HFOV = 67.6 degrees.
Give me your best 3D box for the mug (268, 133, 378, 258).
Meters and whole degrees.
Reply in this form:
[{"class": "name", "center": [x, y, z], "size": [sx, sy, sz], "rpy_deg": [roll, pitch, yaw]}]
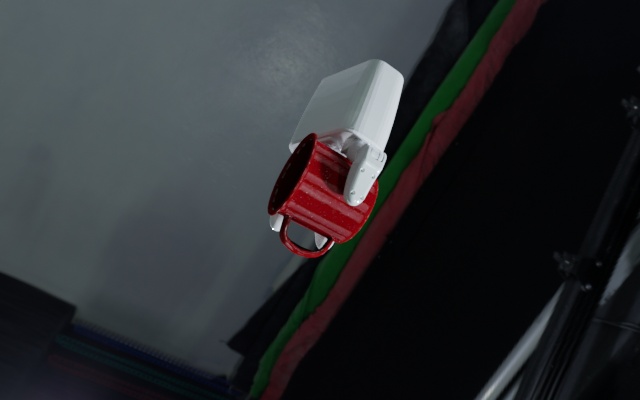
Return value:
[{"class": "mug", "center": [0.000, 0.003, 0.480], "size": [0.081, 0.117, 0.093], "rpy_deg": [29, -24, -17]}]
